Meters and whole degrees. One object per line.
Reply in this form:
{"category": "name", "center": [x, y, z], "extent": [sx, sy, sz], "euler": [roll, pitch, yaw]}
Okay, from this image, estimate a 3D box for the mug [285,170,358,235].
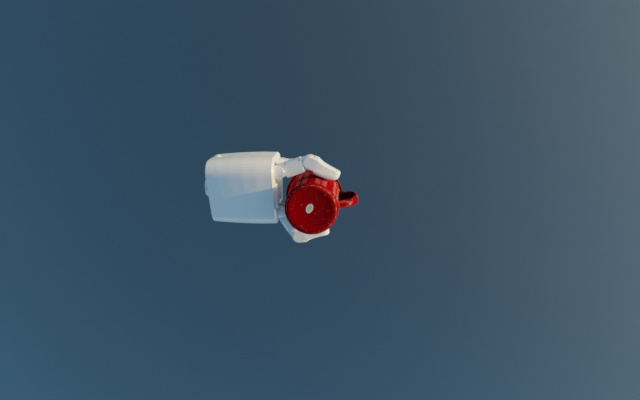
{"category": "mug", "center": [0.002, 0.003, 0.744], "extent": [0.117, 0.093, 0.081], "euler": [-2, 17, 4]}
